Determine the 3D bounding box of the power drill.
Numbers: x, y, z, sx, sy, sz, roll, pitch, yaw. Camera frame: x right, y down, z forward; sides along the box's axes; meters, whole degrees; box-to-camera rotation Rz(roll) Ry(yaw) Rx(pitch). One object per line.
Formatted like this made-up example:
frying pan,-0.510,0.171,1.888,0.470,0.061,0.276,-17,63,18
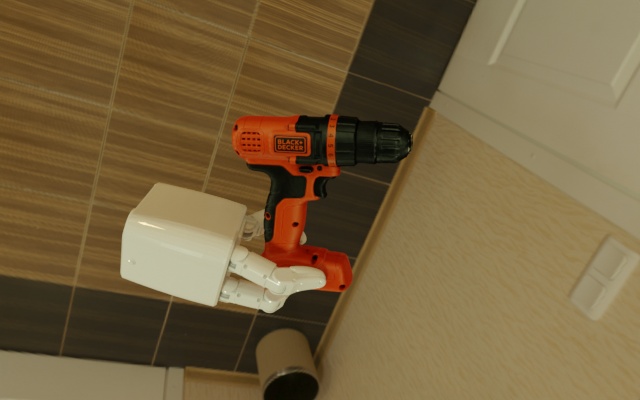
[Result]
power drill,0.000,0.002,0.510,0.184,0.188,0.057,4,19,11
